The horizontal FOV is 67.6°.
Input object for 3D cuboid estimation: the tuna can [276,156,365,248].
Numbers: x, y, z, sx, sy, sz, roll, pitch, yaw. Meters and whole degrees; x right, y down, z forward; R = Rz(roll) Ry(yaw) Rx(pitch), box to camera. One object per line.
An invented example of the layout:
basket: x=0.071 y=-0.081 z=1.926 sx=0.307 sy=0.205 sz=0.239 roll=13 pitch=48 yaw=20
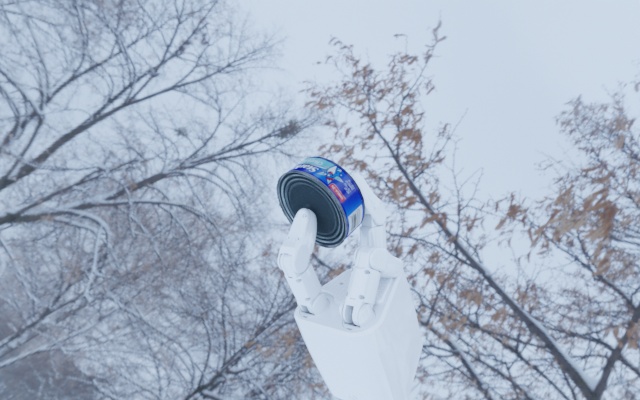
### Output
tuna can: x=0.000 y=0.001 z=0.459 sx=0.086 sy=0.086 sz=0.033 roll=0 pitch=32 yaw=48
